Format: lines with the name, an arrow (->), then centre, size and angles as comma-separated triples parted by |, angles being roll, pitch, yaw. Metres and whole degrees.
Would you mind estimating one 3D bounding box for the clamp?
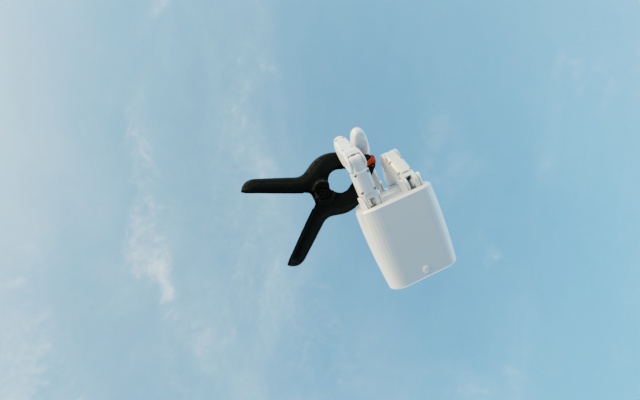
clamp -> 0.000, 0.002, 0.601 | 0.171, 0.120, 0.039 | -24, 7, -8
